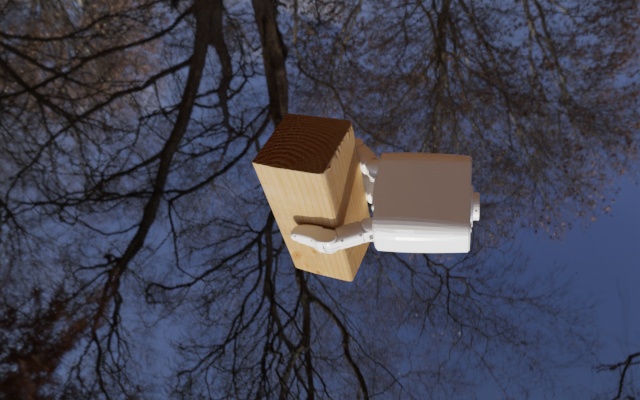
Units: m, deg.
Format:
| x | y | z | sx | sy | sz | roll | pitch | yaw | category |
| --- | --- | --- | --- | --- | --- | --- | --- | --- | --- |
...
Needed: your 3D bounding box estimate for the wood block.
| x | y | z | sx | sy | sz | roll | pitch | yaw | category |
| --- | --- | --- | --- | --- | --- | --- | --- | --- | --- |
| 0.000 | 0.002 | 0.606 | 0.090 | 0.090 | 0.206 | 11 | -38 | 24 | wood block |
